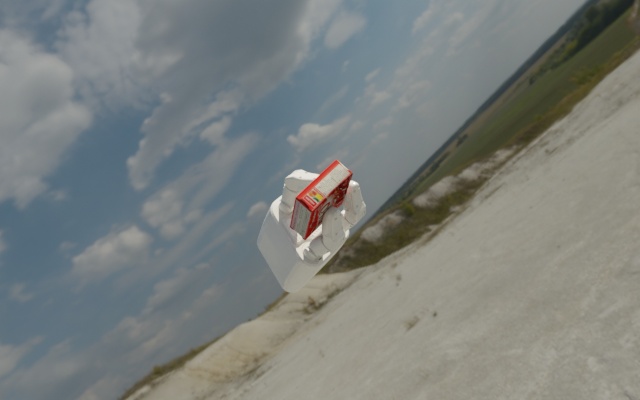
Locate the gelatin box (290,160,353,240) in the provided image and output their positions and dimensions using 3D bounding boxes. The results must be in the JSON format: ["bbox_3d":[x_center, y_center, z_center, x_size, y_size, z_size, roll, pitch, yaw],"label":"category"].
[{"bbox_3d":[0.000,0.001,0.585,0.073,0.030,0.089,-43,-14,-24],"label":"gelatin box"}]
